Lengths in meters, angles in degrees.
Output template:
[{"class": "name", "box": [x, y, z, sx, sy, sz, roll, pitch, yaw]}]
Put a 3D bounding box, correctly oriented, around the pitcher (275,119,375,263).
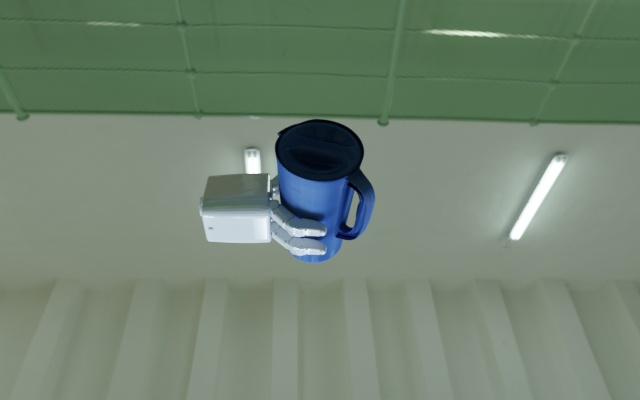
[{"class": "pitcher", "box": [0.000, 0.003, 0.787, 0.145, 0.149, 0.243, -1, -40, -4]}]
